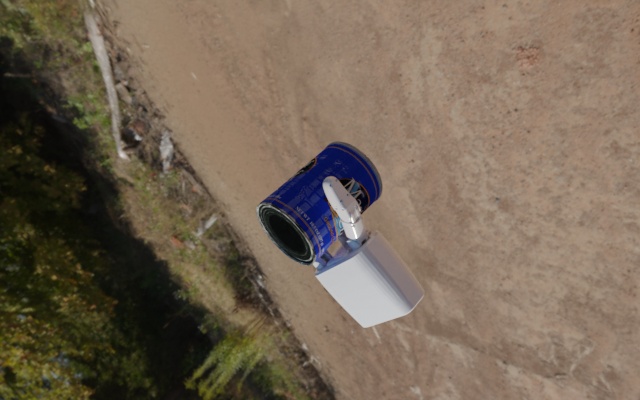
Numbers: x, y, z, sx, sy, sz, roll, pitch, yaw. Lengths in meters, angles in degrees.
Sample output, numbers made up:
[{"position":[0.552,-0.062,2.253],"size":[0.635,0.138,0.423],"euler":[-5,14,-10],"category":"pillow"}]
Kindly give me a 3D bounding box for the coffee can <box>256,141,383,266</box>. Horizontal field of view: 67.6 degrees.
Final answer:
[{"position":[0.000,0.002,0.634],"size":[0.140,0.103,0.103],"euler":[-43,23,-27],"category":"coffee can"}]
